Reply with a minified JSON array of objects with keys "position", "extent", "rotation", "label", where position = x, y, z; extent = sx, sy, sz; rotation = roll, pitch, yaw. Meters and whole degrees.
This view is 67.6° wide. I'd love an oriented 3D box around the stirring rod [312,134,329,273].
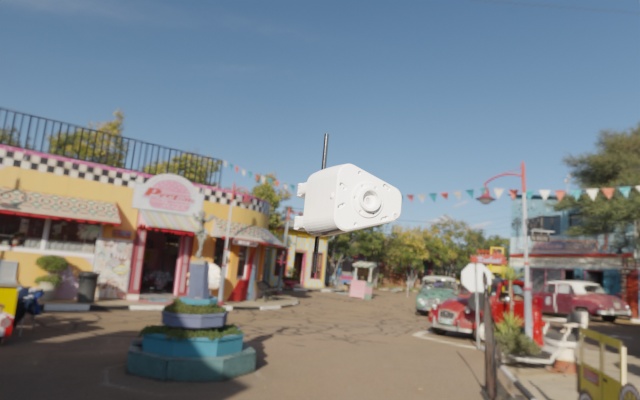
[{"position":[0.000,0.003,0.817],"extent":[0.011,0.239,0.011],"rotation":[5,-8,1],"label":"stirring rod"}]
